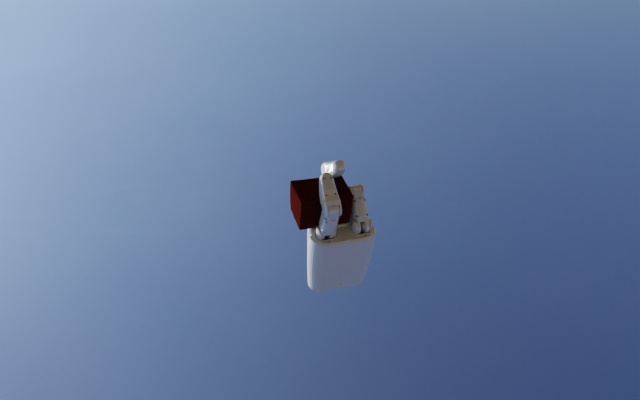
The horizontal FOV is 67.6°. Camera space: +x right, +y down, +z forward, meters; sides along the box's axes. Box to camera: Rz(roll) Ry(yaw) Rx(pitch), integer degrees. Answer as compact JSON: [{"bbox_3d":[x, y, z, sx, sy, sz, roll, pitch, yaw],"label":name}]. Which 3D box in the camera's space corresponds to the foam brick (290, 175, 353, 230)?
[{"bbox_3d":[0.000,0.002,0.677,0.078,0.051,0.053,-7,40,-17],"label":"foam brick"}]
